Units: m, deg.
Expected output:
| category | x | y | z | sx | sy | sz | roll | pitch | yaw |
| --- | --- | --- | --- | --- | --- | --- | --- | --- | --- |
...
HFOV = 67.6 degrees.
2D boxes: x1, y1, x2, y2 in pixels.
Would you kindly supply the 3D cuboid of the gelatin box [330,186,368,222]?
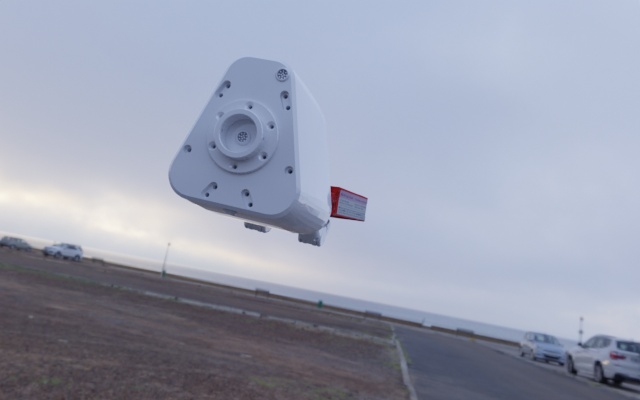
| category | x | y | z | sx | sy | sz | roll | pitch | yaw |
| --- | --- | --- | --- | --- | --- | --- | --- | --- | --- |
| gelatin box | 0.000 | 0.001 | 0.493 | 0.073 | 0.030 | 0.089 | 8 | -2 | 24 |
